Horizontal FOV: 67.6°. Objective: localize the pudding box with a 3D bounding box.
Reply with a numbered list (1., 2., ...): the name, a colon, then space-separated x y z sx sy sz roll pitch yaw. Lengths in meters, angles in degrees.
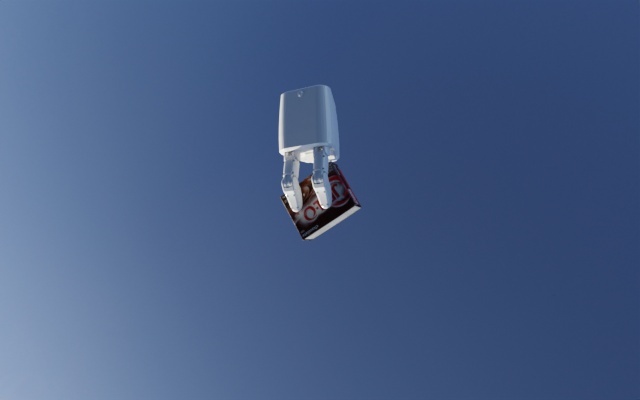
1. pudding box: 0.000 0.003 0.813 0.113 0.090 0.039 -36 -21 17
